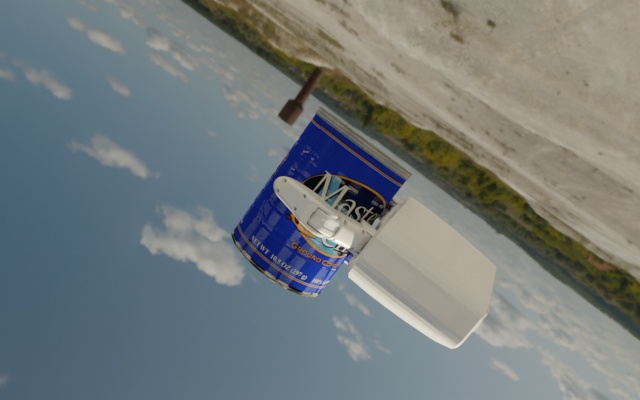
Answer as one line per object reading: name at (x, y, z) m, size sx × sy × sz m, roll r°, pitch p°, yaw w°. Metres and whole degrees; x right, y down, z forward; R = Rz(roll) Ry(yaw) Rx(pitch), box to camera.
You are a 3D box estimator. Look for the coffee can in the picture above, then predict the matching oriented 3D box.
coffee can at (0.000, 0.001, 0.438) m, size 0.103 × 0.140 × 0.102 m, roll 35°, pitch 10°, yaw -7°
